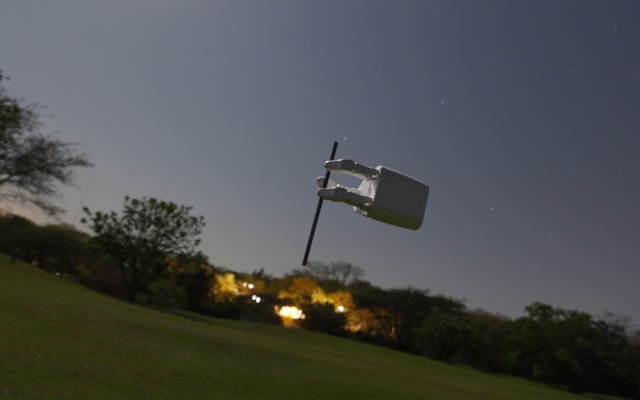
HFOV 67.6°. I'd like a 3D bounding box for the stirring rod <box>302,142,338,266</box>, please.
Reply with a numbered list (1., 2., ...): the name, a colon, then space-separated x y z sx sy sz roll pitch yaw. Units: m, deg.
1. stirring rod: 0.000 0.003 0.878 0.011 0.239 0.011 14 -14 4
